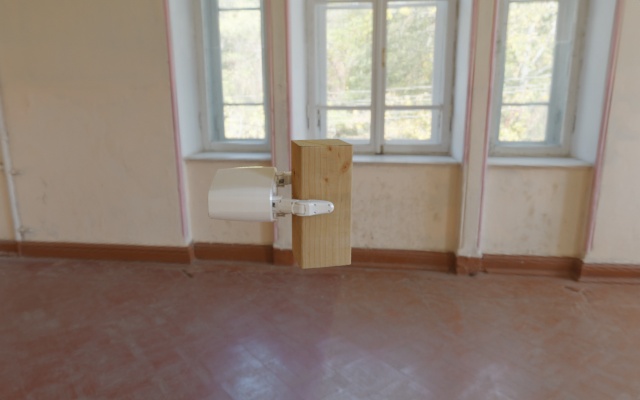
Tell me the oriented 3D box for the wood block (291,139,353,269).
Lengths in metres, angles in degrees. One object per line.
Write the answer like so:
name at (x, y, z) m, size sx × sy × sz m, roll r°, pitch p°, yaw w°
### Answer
wood block at (0.000, 0.003, 0.822) m, size 0.090 × 0.206 × 0.090 m, roll -3°, pitch 14°, yaw -13°
